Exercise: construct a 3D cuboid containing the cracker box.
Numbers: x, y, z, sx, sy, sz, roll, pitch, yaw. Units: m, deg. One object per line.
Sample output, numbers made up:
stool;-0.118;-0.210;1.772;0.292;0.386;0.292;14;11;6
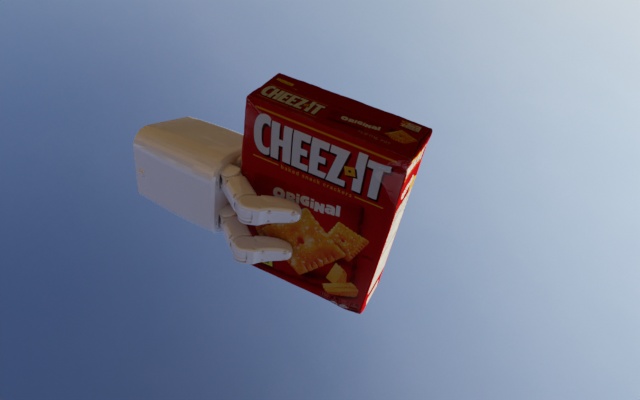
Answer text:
cracker box;0.000;0.002;0.494;0.164;0.214;0.072;23;41;14
